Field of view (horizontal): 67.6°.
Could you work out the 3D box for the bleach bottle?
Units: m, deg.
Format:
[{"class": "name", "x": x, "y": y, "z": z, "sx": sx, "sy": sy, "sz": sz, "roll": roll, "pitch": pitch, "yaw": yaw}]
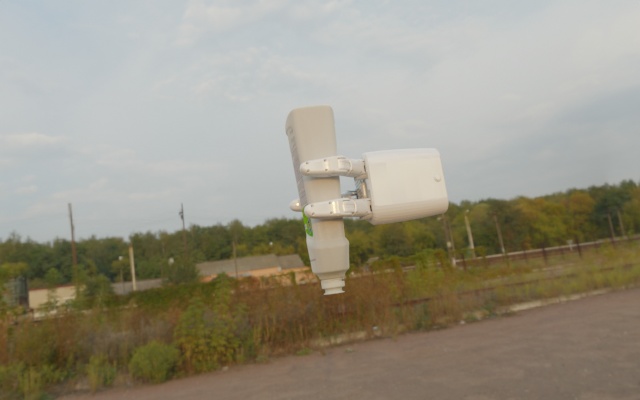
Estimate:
[{"class": "bleach bottle", "x": 0.000, "y": 0.002, "z": 0.661, "sx": 0.068, "sy": 0.250, "sz": 0.102, "roll": -7, "pitch": -9, "yaw": -8}]
